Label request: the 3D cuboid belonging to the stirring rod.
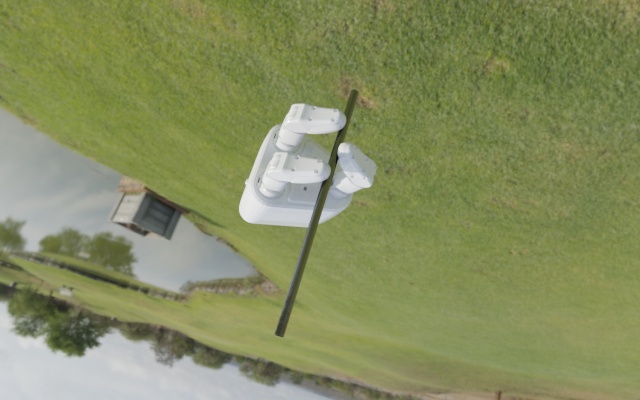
[{"bbox_3d":[0.000,0.001,0.426,0.011,0.239,0.011,15,-20,6],"label":"stirring rod"}]
